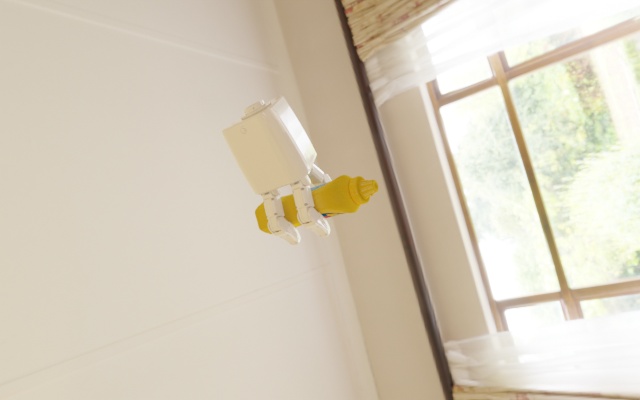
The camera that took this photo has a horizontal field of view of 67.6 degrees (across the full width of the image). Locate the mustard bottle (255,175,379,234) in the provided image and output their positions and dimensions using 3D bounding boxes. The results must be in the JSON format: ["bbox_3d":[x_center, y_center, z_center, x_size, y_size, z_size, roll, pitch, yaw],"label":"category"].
[{"bbox_3d":[0.000,0.003,0.724,0.191,0.058,0.096,-18,-5,31],"label":"mustard bottle"}]
